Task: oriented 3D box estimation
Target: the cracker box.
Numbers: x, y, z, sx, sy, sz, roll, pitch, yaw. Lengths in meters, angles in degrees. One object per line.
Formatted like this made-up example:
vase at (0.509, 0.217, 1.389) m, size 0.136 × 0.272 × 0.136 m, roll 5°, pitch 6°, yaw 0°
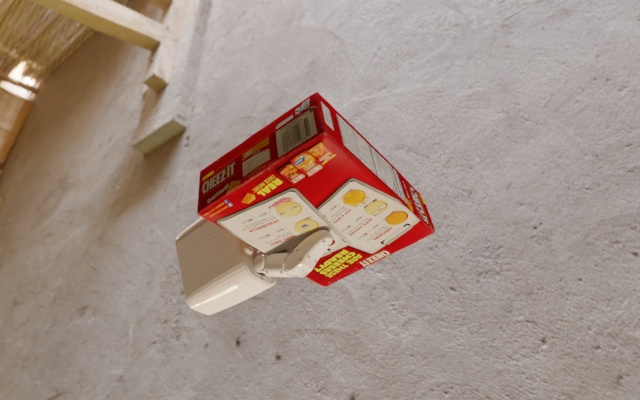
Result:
cracker box at (0.000, 0.002, 0.529) m, size 0.164 × 0.072 × 0.214 m, roll -30°, pitch -44°, yaw 24°
